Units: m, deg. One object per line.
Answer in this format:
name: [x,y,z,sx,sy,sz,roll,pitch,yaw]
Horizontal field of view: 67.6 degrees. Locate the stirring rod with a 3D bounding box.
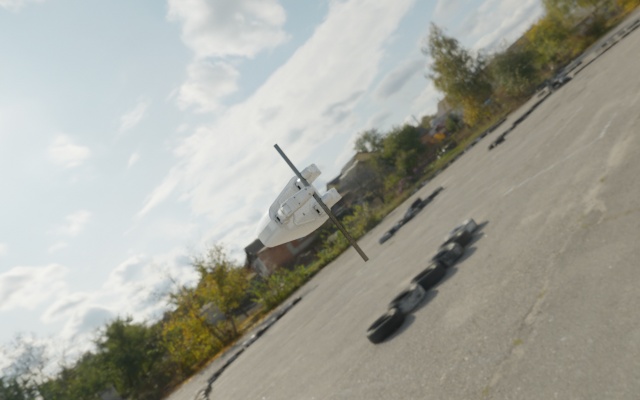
stirring rod: [0.000,0.003,0.773,0.011,0.239,0.011,-38,-4,-4]
